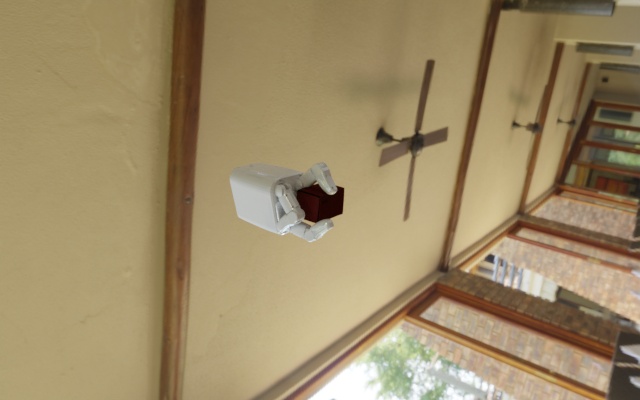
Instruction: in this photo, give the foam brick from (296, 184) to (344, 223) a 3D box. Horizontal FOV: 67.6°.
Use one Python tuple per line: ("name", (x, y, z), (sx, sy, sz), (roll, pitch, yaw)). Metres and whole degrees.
("foam brick", (0.000, 0.003, 0.851), (0.051, 0.053, 0.078), (16, 21, 33))
